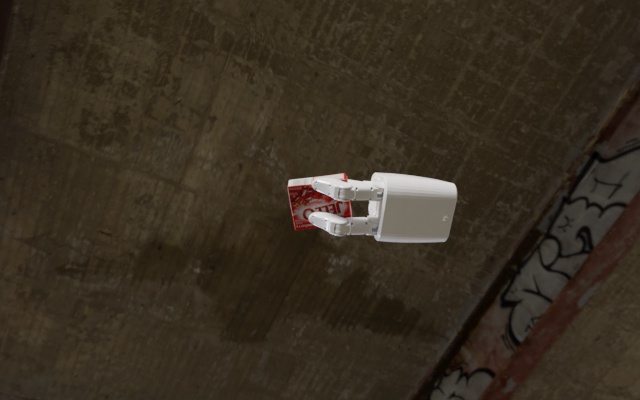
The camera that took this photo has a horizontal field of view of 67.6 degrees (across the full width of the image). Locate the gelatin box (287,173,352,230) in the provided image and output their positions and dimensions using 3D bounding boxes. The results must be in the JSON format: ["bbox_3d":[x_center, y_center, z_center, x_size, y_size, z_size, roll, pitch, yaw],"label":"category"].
[{"bbox_3d":[0.000,0.002,0.715,0.089,0.073,0.030,-7,24,4],"label":"gelatin box"}]
